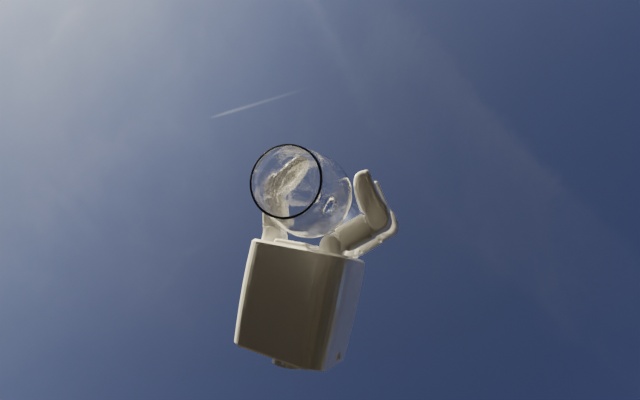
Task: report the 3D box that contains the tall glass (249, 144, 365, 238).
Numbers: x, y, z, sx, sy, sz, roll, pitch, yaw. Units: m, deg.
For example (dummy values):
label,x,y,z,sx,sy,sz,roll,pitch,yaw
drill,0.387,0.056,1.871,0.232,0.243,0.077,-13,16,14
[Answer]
label,x,y,z,sx,sy,sz,roll,pitch,yaw
tall glass,0.000,0.002,0.471,0.079,0.079,0.201,0,-10,17
